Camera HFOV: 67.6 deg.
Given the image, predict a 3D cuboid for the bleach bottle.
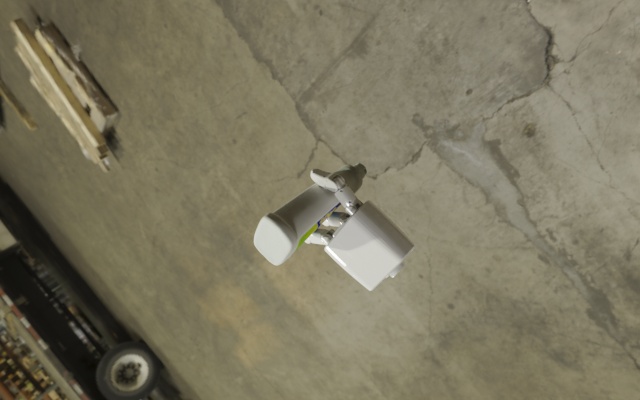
[{"bbox_3d":[0.000,0.003,0.808,0.250,0.068,0.103,-40,-11,-36],"label":"bleach bottle"}]
